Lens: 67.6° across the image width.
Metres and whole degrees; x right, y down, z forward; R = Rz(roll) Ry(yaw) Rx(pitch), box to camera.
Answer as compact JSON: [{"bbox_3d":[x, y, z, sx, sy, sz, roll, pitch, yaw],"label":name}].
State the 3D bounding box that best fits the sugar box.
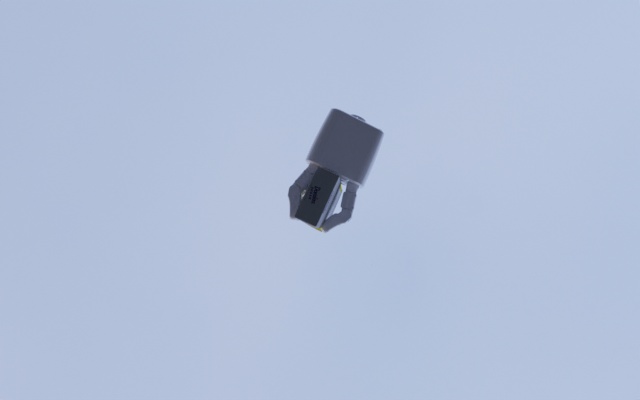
[{"bbox_3d":[0.000,0.002,0.842,0.048,0.093,0.176,24,-5,9],"label":"sugar box"}]
